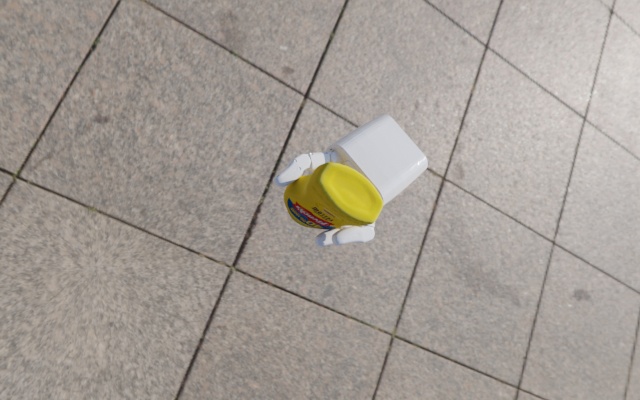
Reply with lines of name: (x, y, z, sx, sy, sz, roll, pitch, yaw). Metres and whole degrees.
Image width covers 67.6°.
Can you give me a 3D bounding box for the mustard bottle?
mustard bottle: (0.000, 0.002, 0.667, 0.096, 0.058, 0.191, 34, -20, -17)
